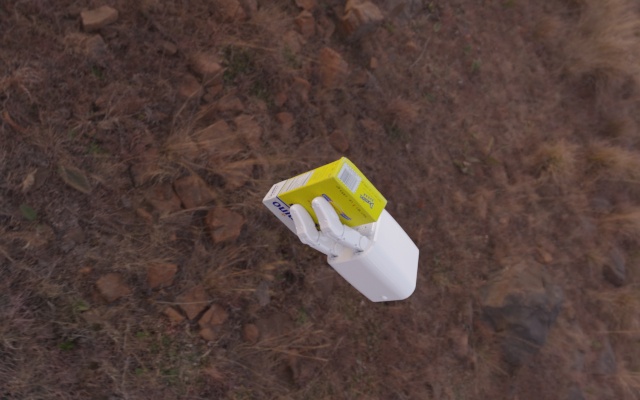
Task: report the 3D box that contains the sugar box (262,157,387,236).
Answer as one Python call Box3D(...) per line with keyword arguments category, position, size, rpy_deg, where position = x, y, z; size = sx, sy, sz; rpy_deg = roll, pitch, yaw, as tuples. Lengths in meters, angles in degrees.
Box3D(category="sugar box", position=(0.000, 0.003, 0.694), size=(0.093, 0.048, 0.176), rpy_deg=(45, -37, -20))
